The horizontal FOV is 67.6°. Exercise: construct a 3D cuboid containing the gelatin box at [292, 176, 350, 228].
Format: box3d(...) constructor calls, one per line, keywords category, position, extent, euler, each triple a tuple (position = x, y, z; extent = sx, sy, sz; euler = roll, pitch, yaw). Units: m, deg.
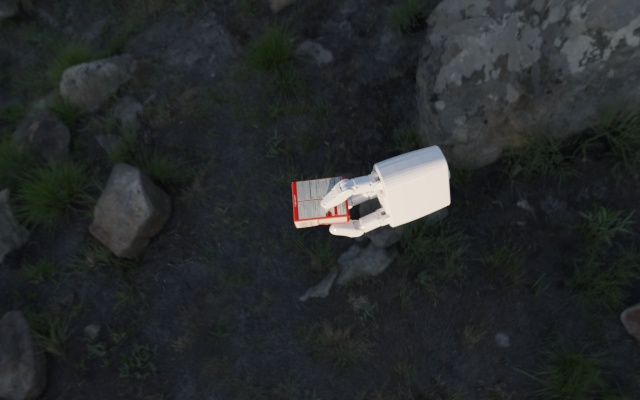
box3d(category="gelatin box", position=(0.000, 0.002, 0.776), extent=(0.089, 0.073, 0.030), euler=(-6, -26, 2))
